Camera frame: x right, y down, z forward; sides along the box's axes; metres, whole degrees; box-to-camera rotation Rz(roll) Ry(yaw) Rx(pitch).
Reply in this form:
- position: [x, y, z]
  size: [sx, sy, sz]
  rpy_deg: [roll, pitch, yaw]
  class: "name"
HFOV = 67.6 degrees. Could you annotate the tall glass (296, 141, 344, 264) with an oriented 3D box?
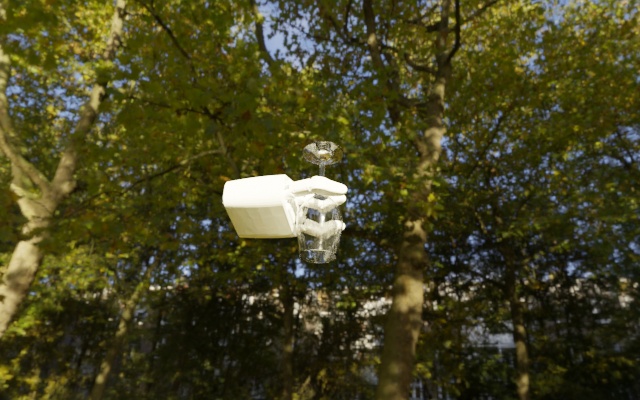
- position: [0.000, 0.002, 0.809]
  size: [0.079, 0.201, 0.079]
  rpy_deg: [2, -28, 1]
  class: "tall glass"
